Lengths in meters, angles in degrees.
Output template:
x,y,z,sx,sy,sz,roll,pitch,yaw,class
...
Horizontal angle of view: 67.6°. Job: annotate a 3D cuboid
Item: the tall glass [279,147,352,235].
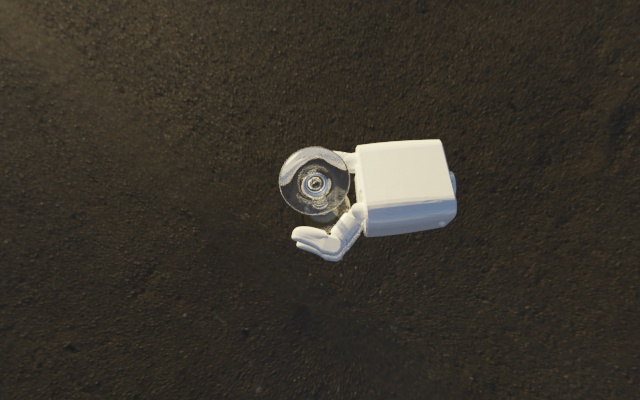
x,y,z,sx,sy,sz,roll,pitch,yaw,class
0.000,0.002,0.592,0.079,0.079,0.201,0,-13,3,tall glass
